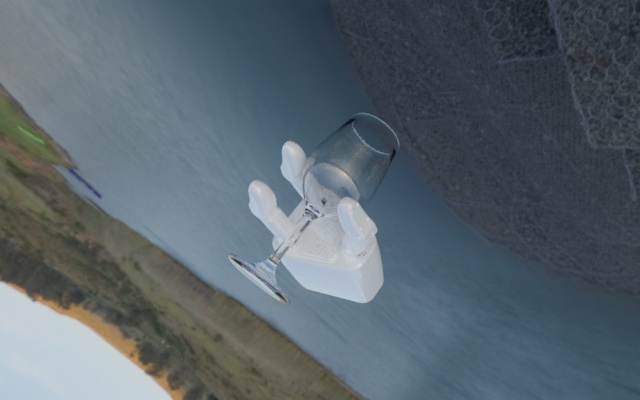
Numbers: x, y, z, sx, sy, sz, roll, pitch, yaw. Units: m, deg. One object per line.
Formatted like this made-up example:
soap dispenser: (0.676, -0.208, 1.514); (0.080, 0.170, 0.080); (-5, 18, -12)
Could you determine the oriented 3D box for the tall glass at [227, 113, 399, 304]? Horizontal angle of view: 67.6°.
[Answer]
tall glass: (0.000, 0.002, 0.481); (0.079, 0.201, 0.079); (34, -20, 14)
